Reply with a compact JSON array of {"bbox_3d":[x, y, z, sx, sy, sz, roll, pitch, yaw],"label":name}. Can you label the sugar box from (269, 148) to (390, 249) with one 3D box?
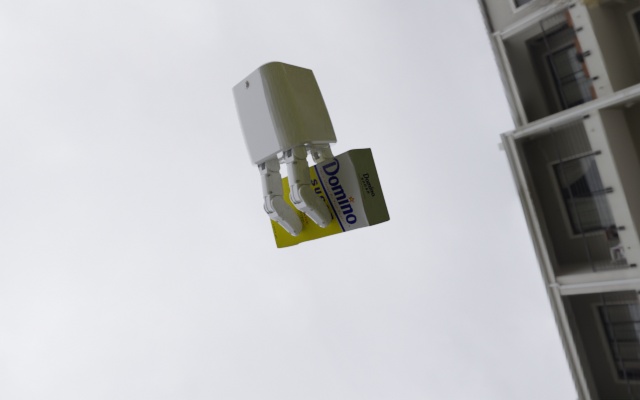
[{"bbox_3d":[0.000,0.002,0.612,0.048,0.093,0.176,-12,-5,-42],"label":"sugar box"}]
